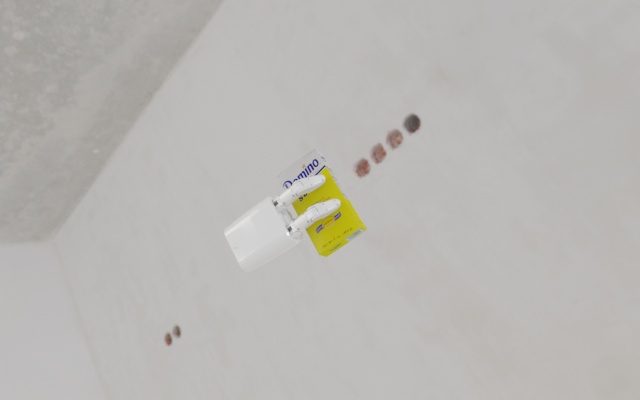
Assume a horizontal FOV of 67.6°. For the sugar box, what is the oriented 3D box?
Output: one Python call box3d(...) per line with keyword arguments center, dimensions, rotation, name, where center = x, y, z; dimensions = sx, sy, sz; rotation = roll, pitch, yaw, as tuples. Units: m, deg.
box3d(center=(0.000, 0.003, 0.863), dimensions=(0.093, 0.176, 0.048), rotation=(-35, -20, 11), name="sugar box")
